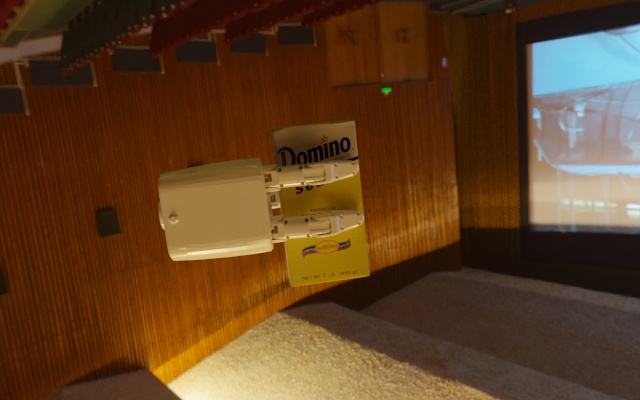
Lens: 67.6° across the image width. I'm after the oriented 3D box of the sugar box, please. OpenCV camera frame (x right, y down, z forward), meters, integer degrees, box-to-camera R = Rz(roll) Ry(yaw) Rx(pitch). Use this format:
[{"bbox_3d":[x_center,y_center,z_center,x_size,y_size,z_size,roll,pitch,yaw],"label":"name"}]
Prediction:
[{"bbox_3d":[0.000,0.002,0.539,0.093,0.176,0.048,-8,9,-6],"label":"sugar box"}]
